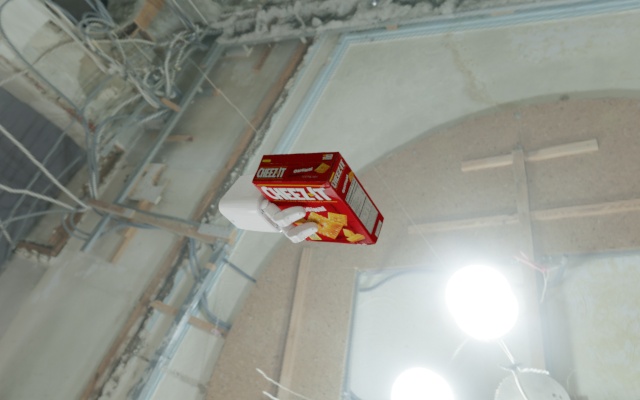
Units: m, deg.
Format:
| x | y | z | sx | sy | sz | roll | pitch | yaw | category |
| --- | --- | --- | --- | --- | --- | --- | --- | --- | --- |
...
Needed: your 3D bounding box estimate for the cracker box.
| x | y | z | sx | sy | sz | roll | pitch | yaw | category |
| --- | --- | --- | --- | --- | --- | --- | --- | --- | --- |
| 0.000 | 0.003 | 0.884 | 0.164 | 0.072 | 0.214 | 1 | -32 | 33 | cracker box |
